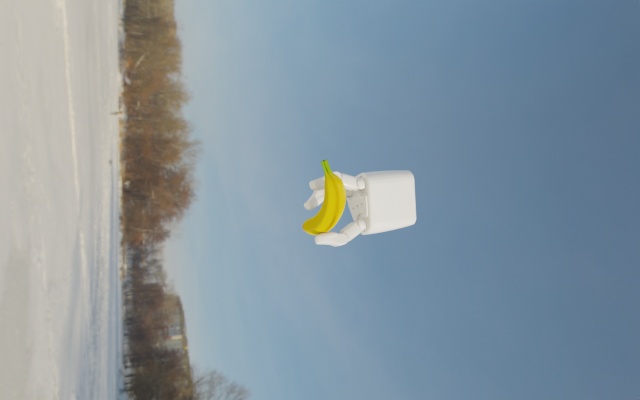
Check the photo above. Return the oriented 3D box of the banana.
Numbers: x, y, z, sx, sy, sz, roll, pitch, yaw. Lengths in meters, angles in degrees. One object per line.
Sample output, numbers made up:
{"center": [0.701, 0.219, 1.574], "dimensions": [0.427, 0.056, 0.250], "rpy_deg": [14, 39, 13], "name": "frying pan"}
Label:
{"center": [0.008, 0.015, 0.837], "dimensions": [0.037, 0.069, 0.198], "rpy_deg": [-13, -33, -25], "name": "banana"}
